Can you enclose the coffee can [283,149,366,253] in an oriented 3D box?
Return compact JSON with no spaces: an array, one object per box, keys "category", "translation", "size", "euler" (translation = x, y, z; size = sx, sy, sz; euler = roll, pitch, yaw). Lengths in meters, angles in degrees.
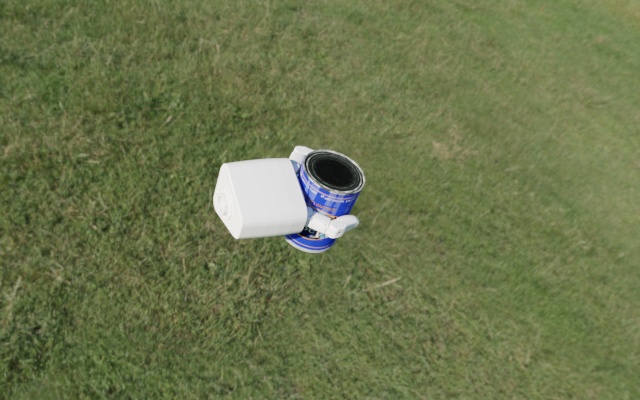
[{"category":"coffee can","translation":[0.000,0.003,0.780],"size":[0.103,0.102,0.140],"euler":[0,-44,-26]}]
